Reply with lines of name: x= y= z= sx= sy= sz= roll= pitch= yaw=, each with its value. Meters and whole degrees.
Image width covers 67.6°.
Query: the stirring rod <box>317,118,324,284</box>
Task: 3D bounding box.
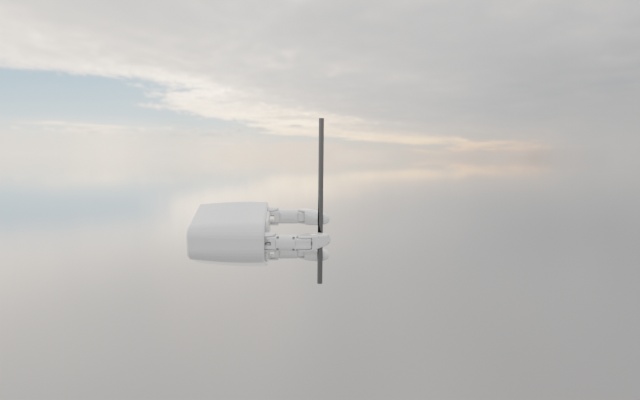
stirring rod: x=0.000 y=0.002 z=0.692 sx=0.011 sy=0.239 sz=0.011 roll=1 pitch=5 yaw=0
